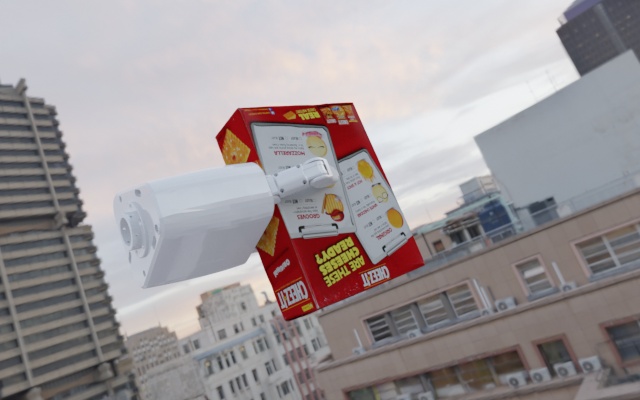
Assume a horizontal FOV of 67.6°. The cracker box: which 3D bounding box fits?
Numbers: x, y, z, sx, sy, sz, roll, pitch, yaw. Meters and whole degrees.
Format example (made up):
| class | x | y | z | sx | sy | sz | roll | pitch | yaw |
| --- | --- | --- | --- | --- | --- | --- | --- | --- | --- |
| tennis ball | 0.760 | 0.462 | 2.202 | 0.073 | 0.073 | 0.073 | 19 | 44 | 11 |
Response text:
| class | x | y | z | sx | sy | sz | roll | pitch | yaw |
| --- | --- | --- | --- | --- | --- | --- | --- | --- | --- |
| cracker box | 0.000 | 0.001 | 0.525 | 0.164 | 0.213 | 0.072 | -13 | -15 | -40 |
